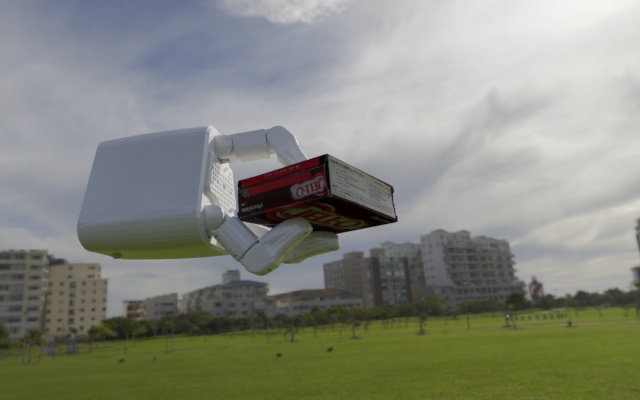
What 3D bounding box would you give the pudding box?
[{"bbox_3d":[0.000,0.001,0.403,0.090,0.039,0.113,-13,-17,33],"label":"pudding box"}]
